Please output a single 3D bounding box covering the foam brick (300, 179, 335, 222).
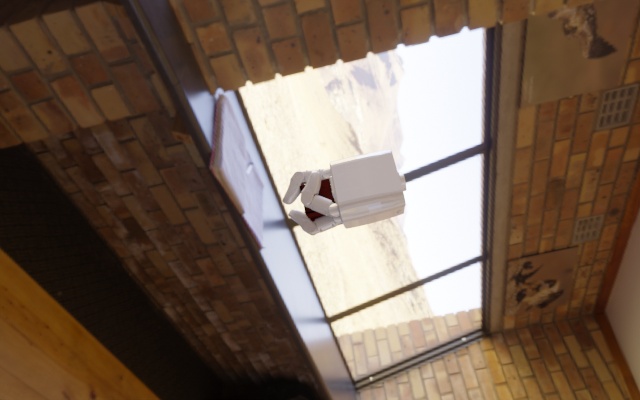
[{"bbox_3d":[0.000,0.003,0.820,0.051,0.053,0.078,-14,-15,5],"label":"foam brick"}]
